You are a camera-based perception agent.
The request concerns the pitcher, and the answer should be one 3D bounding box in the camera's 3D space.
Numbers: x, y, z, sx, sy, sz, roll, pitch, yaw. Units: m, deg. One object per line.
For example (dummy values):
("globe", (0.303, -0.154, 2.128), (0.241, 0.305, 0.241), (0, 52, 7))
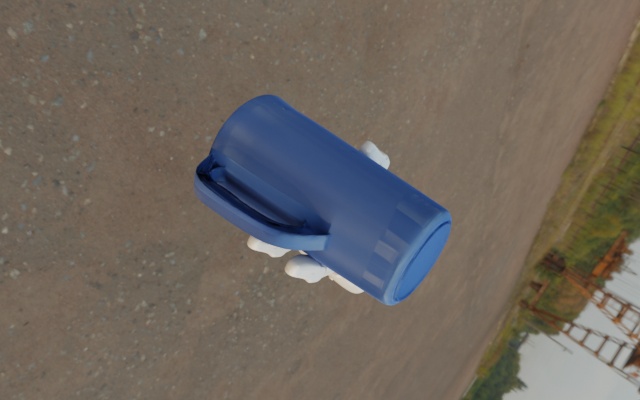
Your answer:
("pitcher", (0.000, 0.002, 0.493), (0.242, 0.149, 0.145), (34, -10, 26))
